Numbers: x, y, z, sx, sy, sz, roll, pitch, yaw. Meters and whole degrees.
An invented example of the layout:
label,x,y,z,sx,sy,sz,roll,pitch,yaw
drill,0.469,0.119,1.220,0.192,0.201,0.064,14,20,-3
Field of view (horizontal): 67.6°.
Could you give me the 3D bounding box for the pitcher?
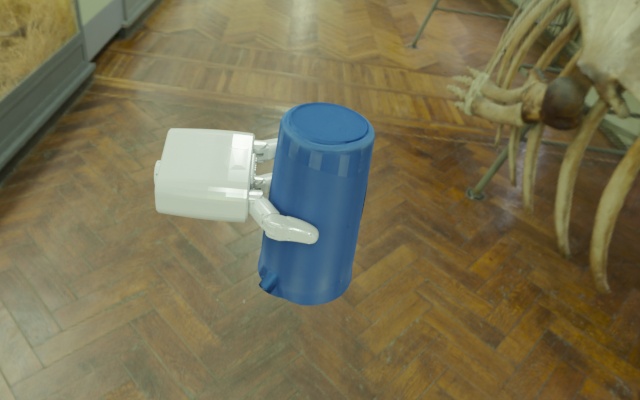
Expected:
label,x,y,z,sx,sy,sz,roll,pitch,yaw
pitcher,0.000,0.002,0.609,0.145,0.243,0.149,5,38,-6
